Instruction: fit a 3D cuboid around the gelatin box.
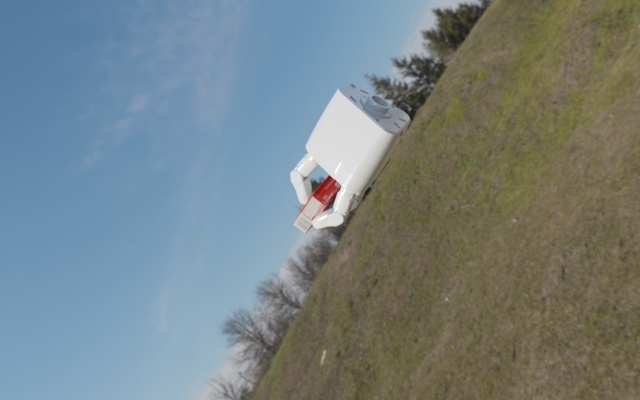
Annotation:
[{"bbox_3d":[0.000,0.002,0.759,0.073,0.030,0.089,-49,-4,-42],"label":"gelatin box"}]
